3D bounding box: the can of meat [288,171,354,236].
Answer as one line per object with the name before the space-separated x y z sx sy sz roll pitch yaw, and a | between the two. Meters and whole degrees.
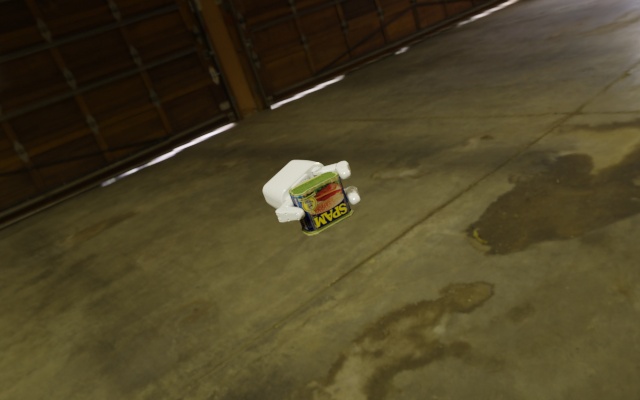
can of meat | 0.000 0.003 0.880 0.102 0.084 0.057 -27 21 -19
